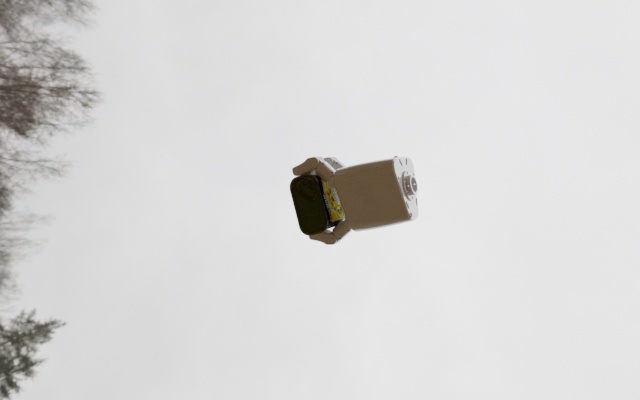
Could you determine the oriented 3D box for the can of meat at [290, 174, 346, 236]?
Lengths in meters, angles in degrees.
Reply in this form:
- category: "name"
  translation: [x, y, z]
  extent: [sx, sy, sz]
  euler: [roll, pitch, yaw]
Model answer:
- category: "can of meat"
  translation: [0.000, 0.003, 0.830]
  extent: [0.057, 0.102, 0.084]
  euler: [-15, -1, 31]
